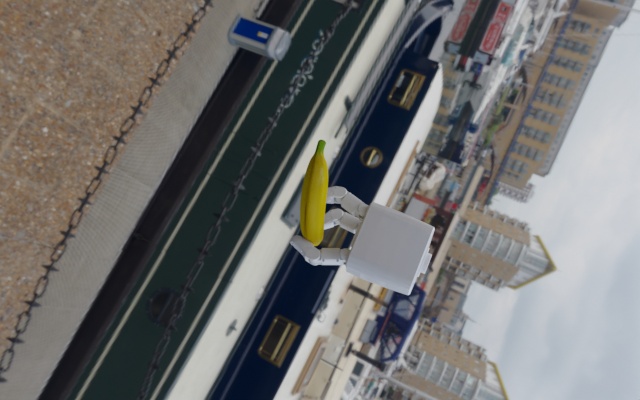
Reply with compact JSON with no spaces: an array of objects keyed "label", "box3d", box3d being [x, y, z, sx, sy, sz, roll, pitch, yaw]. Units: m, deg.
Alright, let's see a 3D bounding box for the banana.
[{"label":"banana","box3d":[-0.007,0.009,0.735,0.037,0.198,0.069,18,37,15]}]
